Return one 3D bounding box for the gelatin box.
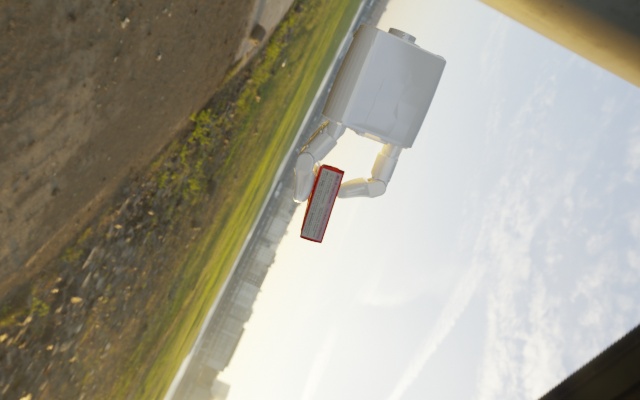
[{"bbox_3d":[0.000,0.002,0.570,0.030,0.089,0.073,17,3,-3],"label":"gelatin box"}]
